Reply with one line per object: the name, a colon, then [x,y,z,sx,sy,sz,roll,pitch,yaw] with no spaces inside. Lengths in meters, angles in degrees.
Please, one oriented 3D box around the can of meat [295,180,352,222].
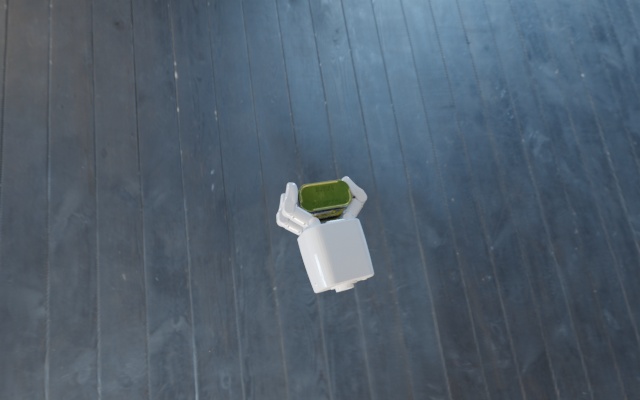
can of meat: [0.000,0.003,0.876,0.102,0.057,0.084,-9,-14,-16]
